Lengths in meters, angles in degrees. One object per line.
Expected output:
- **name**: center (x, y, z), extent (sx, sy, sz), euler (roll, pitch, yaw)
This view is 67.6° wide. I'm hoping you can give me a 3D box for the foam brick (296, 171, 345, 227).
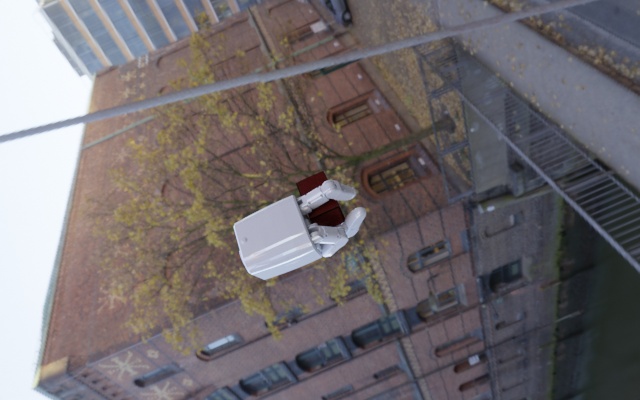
- **foam brick**: center (0.000, 0.002, 0.772), extent (0.051, 0.078, 0.053), euler (-24, -34, 2)
